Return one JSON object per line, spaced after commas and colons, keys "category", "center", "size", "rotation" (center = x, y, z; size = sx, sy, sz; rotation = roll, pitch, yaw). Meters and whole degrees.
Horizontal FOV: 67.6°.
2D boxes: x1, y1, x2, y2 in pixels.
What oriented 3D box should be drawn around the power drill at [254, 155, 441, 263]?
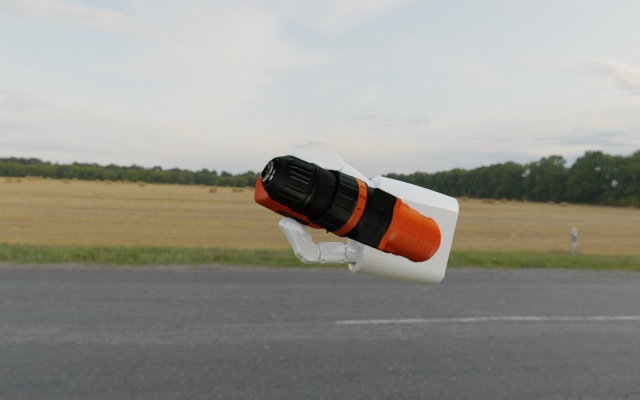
{"category": "power drill", "center": [0.000, 0.002, 0.475], "size": [0.184, 0.057, 0.187], "rotation": [26, -3, -28]}
